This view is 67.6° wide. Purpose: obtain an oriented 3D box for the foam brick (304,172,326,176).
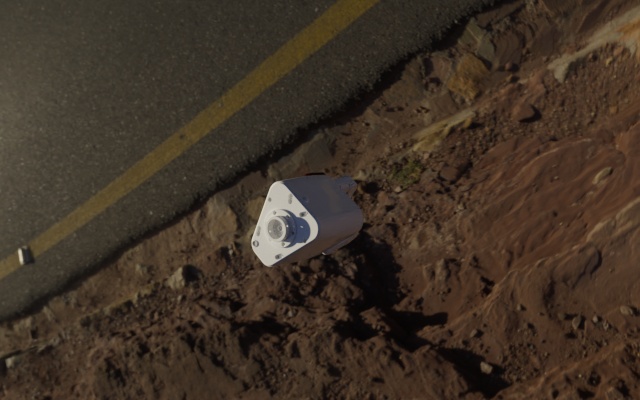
[{"bbox_3d":[0.000,0.002,0.713,0.078,0.053,0.051,48,28,20],"label":"foam brick"}]
